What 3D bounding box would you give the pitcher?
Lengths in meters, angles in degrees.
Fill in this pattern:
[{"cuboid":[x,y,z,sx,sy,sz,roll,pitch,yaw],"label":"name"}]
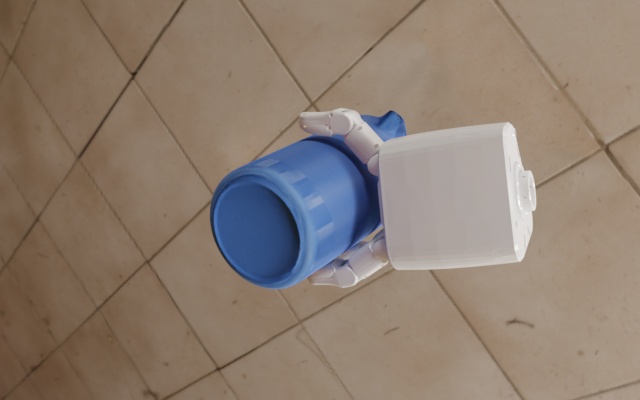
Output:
[{"cuboid":[0.000,0.002,0.493,0.145,0.149,0.242,-6,13,31],"label":"pitcher"}]
